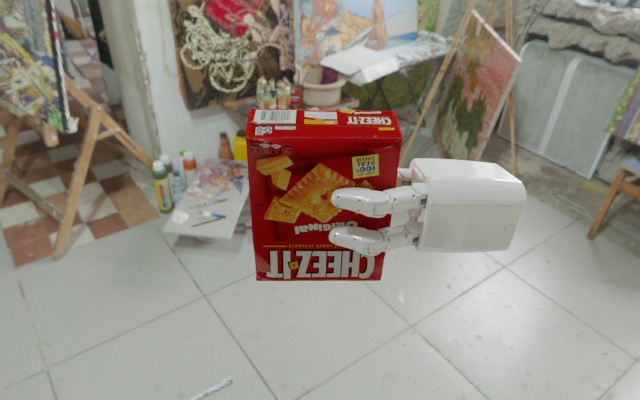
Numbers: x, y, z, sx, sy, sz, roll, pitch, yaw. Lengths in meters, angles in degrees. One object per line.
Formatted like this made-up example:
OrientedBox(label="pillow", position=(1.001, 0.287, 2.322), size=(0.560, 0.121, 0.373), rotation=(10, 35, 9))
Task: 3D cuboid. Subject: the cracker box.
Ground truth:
OrientedBox(label="cracker box", position=(0.000, 0.002, 0.566), size=(0.164, 0.214, 0.072), rotation=(1, 37, -2))
